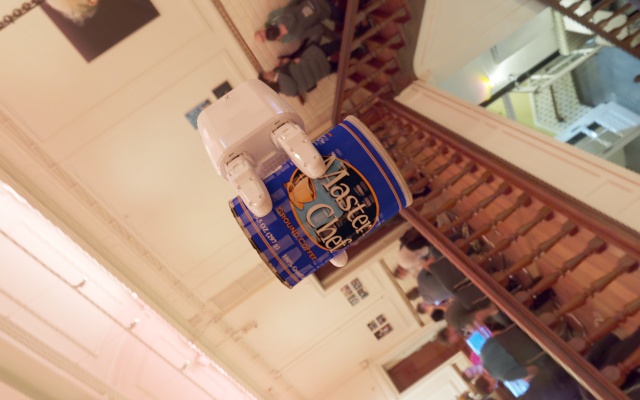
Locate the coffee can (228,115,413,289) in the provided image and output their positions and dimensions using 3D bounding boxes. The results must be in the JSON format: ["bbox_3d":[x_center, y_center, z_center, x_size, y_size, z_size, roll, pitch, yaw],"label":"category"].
[{"bbox_3d":[0.000,0.002,0.452,0.140,0.103,0.103,-35,1,-2],"label":"coffee can"}]
